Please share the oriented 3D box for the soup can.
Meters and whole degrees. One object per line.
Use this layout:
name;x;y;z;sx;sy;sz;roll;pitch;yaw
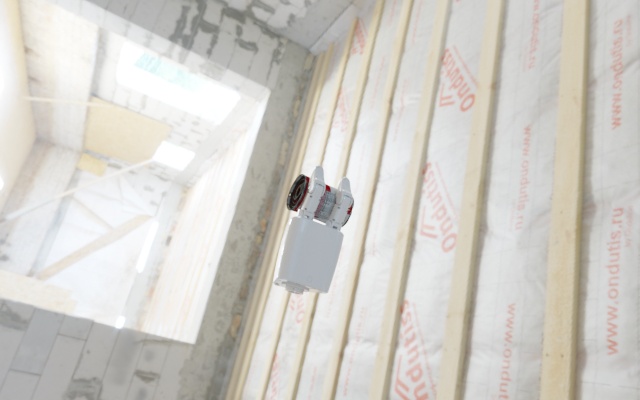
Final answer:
soup can;0.000;0.002;0.847;0.102;0.068;0.068;22;-9;-22
